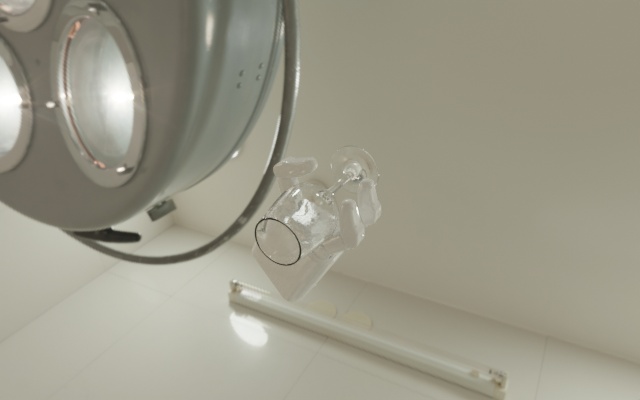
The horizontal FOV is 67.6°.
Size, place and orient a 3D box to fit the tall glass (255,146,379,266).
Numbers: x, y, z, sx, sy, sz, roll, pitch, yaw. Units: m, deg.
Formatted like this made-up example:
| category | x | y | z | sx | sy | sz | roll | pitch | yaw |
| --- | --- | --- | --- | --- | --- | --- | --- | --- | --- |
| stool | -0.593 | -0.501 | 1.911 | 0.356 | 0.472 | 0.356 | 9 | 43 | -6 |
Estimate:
| category | x | y | z | sx | sy | sz | roll | pitch | yaw |
| --- | --- | --- | --- | --- | --- | --- | --- | --- | --- |
| tall glass | 0.000 | 0.002 | 0.601 | 0.079 | 0.079 | 0.201 | 0 | 26 | 33 |
